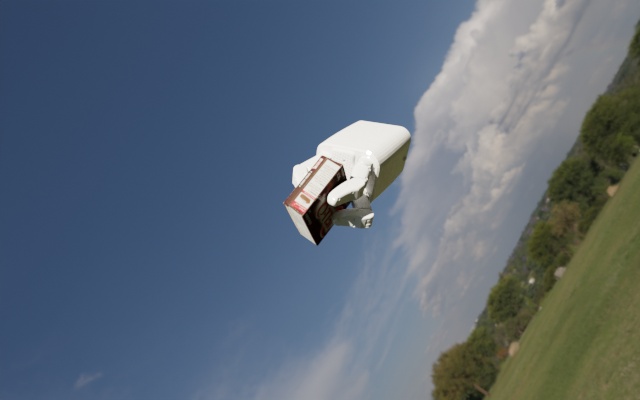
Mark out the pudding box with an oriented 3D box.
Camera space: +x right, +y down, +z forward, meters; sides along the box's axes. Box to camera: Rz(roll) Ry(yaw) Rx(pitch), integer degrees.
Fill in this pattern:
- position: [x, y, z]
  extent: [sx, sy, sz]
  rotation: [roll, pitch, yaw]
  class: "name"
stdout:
- position: [0.000, 0.002, 0.666]
  extent: [0.039, 0.090, 0.113]
  rotation: [30, -16, 25]
  class: "pudding box"
